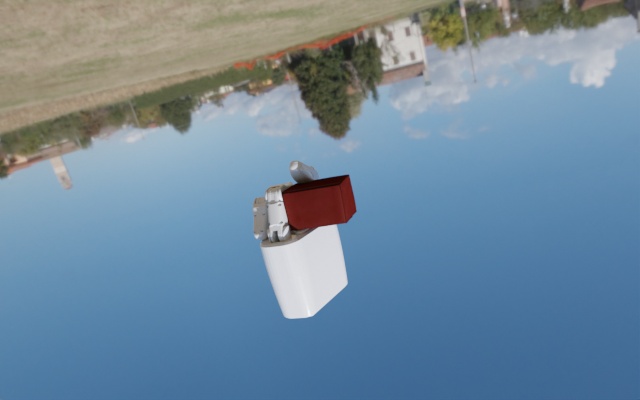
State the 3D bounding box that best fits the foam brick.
[{"bbox_3d":[0.000,0.002,0.602,0.078,0.051,0.053,-9,12,21],"label":"foam brick"}]
